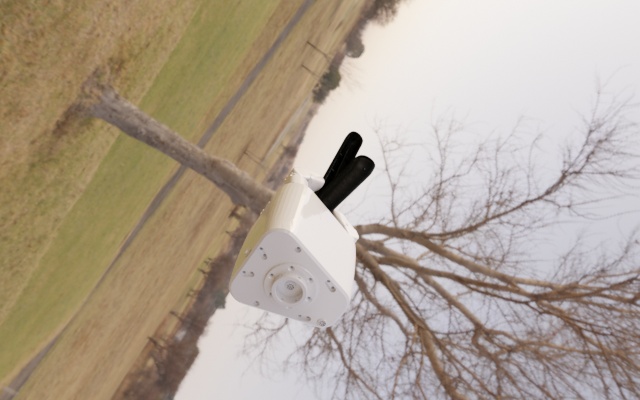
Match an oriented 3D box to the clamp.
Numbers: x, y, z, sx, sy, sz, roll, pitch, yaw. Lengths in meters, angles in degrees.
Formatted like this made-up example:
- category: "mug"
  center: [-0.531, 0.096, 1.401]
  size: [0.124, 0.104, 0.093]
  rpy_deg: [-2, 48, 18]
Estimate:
- category: "clamp"
  center: [0.000, 0.003, 0.627]
  size: [0.036, 0.210, 0.164]
  rpy_deg: [33, 22, -9]
